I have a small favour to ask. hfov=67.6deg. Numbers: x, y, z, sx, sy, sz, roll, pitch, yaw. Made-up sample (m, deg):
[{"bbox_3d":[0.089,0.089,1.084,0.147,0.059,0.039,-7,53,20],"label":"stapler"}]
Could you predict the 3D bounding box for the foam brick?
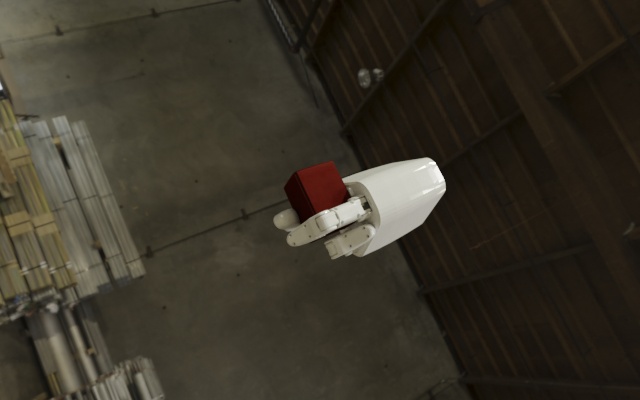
[{"bbox_3d":[0.000,0.002,0.557,0.051,0.078,0.053,-23,-8,-24],"label":"foam brick"}]
